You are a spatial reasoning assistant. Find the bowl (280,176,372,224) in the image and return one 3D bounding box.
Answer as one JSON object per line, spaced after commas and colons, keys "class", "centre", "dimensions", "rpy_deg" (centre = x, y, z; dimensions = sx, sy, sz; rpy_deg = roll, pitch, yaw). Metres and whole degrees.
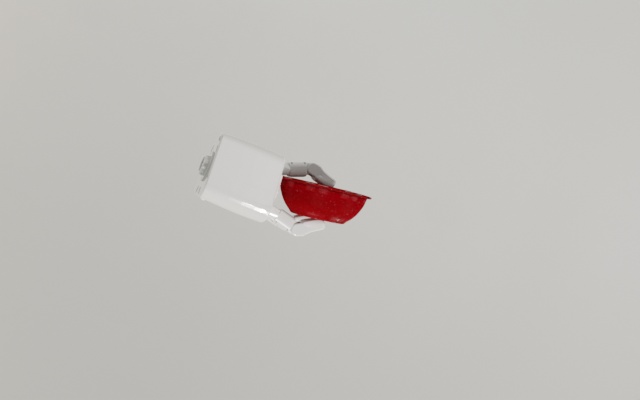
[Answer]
{"class": "bowl", "centre": [0.001, 0.003, 0.790], "dimensions": [0.162, 0.055, 0.162], "rpy_deg": [13, 0, 0]}
